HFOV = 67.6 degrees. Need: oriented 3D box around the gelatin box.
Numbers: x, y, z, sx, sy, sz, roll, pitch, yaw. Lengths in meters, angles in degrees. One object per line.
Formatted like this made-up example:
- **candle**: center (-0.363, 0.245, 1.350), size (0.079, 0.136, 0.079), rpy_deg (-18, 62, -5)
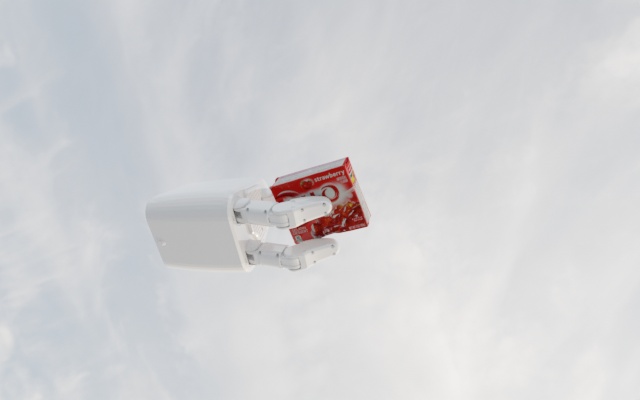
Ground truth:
- **gelatin box**: center (0.000, 0.001, 0.510), size (0.089, 0.073, 0.030), rpy_deg (-15, 21, 20)
